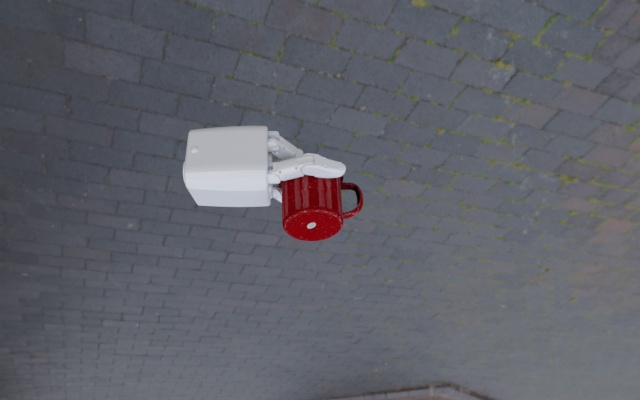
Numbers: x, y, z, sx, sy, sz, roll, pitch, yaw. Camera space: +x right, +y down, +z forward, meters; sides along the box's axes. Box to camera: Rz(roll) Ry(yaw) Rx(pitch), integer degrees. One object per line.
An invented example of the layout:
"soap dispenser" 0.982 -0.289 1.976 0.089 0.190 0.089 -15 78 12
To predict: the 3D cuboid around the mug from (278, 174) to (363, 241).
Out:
"mug" 0.002 0.002 0.652 0.117 0.081 0.093 -2 -35 -3
